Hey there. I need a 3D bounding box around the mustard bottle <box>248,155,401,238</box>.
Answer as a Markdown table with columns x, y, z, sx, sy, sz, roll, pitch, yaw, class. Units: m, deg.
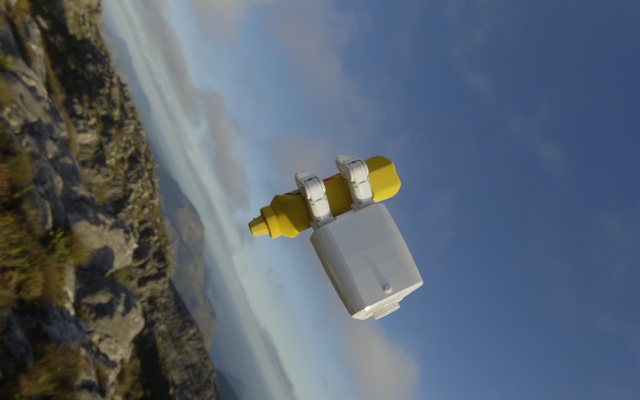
| x | y | z | sx | sy | sz | roll | pitch | yaw | class |
| --- | --- | --- | --- | --- | --- | --- | --- | --- | --- |
| 0.000 | 0.002 | 0.611 | 0.191 | 0.058 | 0.096 | -22 | 5 | -13 | mustard bottle |
